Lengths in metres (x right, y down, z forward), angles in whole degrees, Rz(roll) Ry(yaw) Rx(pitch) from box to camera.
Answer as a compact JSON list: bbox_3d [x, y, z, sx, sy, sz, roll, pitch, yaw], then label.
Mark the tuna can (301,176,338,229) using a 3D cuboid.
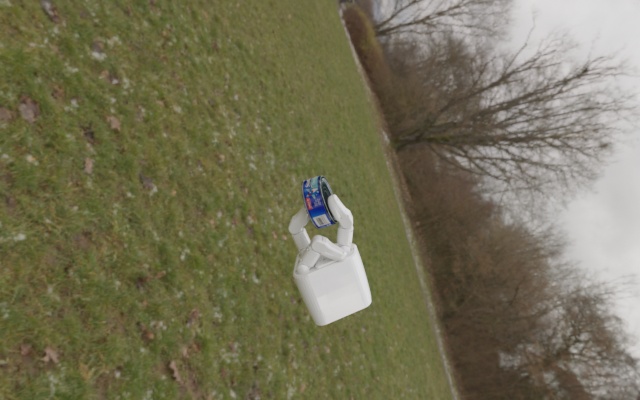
[{"bbox_3d":[0.001,0.002,0.794,0.034,0.086,0.086,-18,-4,14],"label":"tuna can"}]
